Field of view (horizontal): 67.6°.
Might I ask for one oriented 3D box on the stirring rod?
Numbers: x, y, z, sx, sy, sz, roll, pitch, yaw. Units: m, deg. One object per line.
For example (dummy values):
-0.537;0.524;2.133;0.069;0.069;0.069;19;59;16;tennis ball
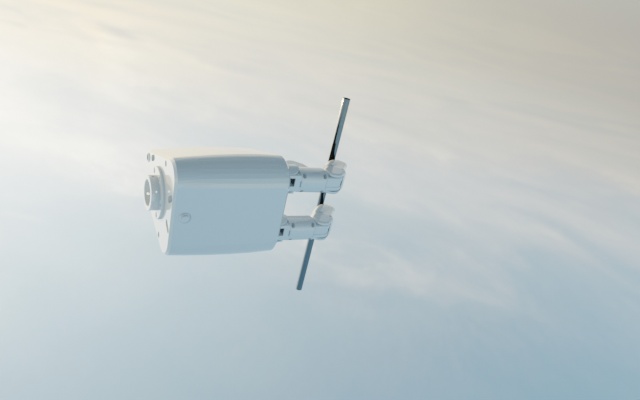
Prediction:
0.000;0.002;0.540;0.011;0.240;0.011;12;24;-5;stirring rod
